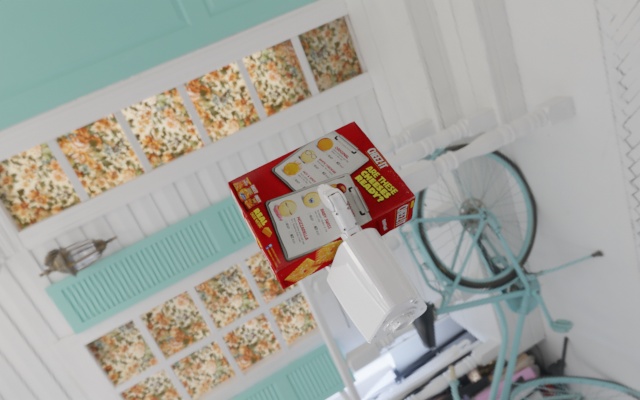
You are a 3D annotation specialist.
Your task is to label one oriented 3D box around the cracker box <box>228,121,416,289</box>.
[{"bbox_3d":[0.000,0.002,0.685,0.213,0.164,0.072,-27,-30,-11],"label":"cracker box"}]
